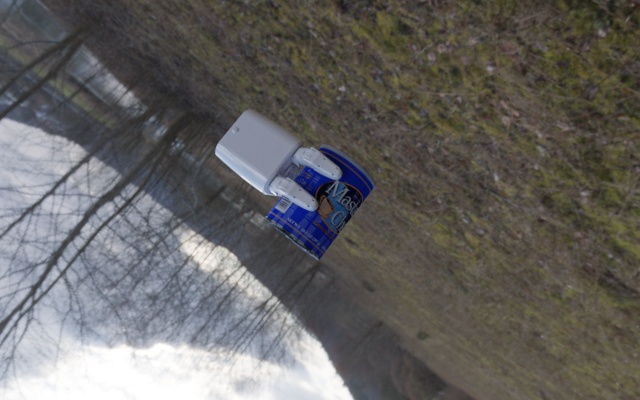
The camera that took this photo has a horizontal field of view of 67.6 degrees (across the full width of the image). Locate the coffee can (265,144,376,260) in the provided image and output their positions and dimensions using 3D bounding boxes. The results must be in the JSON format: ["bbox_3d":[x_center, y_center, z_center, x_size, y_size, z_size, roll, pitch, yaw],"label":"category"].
[{"bbox_3d":[0.000,0.002,0.708,0.103,0.140,0.103,37,-8,6],"label":"coffee can"}]
